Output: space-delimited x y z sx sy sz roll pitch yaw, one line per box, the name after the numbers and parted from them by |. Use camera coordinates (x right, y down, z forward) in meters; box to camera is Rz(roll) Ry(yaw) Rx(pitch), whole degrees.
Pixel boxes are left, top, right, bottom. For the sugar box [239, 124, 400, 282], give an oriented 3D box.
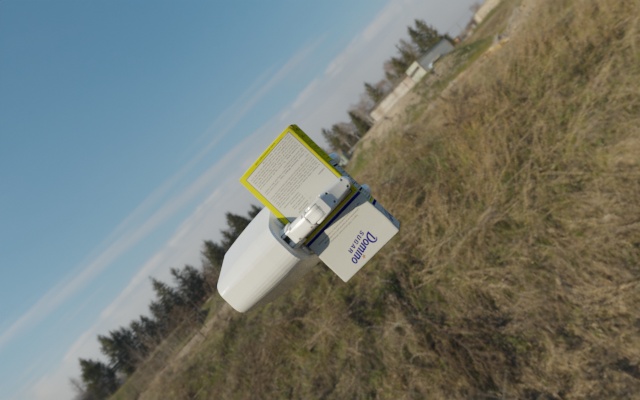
0.000 0.002 0.567 0.176 0.093 0.048 44 14 -1 | sugar box
